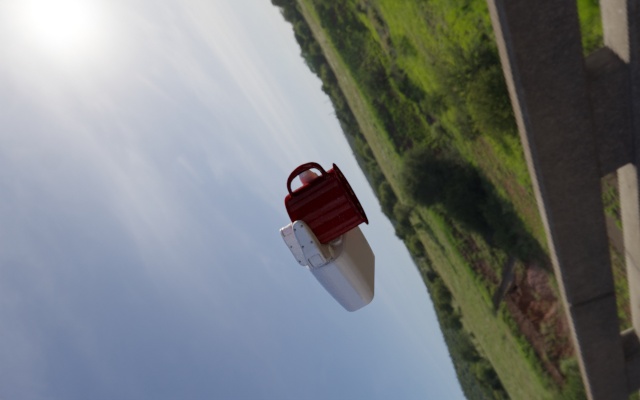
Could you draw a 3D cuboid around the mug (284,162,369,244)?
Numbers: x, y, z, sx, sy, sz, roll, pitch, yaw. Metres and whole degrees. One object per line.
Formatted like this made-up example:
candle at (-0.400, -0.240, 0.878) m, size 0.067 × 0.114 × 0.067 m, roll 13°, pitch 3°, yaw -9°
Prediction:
mug at (-0.001, 0.001, 0.622) m, size 0.081 × 0.117 × 0.093 m, roll -30°, pitch 32°, yaw 9°
